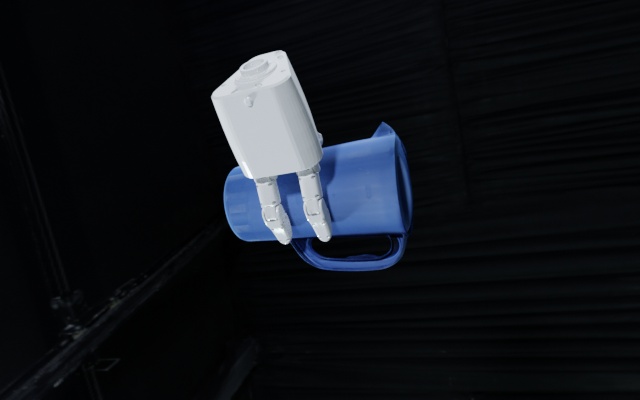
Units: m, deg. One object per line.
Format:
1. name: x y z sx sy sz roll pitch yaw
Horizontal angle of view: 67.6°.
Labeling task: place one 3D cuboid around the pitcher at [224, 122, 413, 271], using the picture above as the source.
1. pitcher: 0.000 0.002 0.640 0.243 0.145 0.149 -7 39 18
